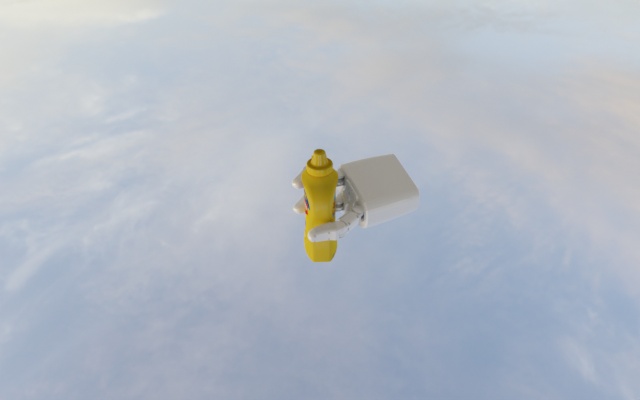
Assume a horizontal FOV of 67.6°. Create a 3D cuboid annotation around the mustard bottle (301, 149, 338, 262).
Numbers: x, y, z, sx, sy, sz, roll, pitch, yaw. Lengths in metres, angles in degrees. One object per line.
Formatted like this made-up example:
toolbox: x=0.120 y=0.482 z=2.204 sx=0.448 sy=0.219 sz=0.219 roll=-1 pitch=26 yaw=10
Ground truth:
mustard bottle: x=0.000 y=0.003 z=0.774 sx=0.058 sy=0.192 sz=0.096 roll=0 pitch=37 yaw=0
